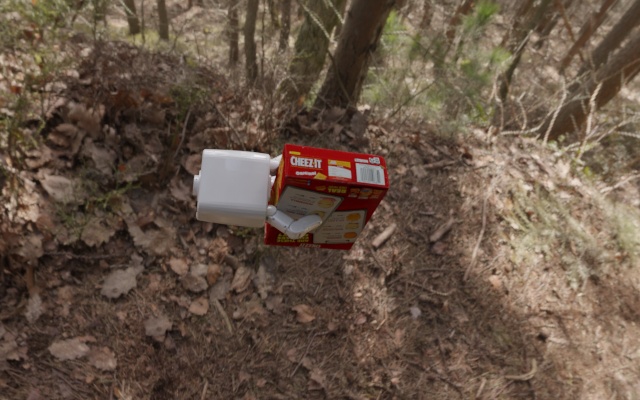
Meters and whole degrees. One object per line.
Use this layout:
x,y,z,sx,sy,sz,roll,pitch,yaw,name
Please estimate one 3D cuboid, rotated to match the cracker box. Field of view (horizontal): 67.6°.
0.000,0.003,0.804,0.164,0.072,0.214,5,-33,-13,cracker box
